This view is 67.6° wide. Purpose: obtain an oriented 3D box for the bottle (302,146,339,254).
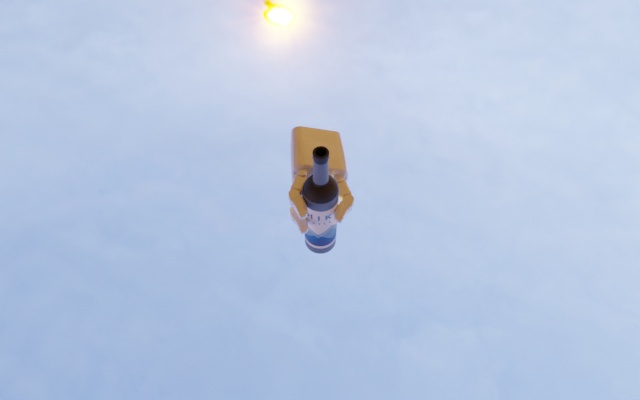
[{"bbox_3d":[0.000,0.003,0.895,0.069,0.069,0.296,0,-34,0],"label":"bottle"}]
